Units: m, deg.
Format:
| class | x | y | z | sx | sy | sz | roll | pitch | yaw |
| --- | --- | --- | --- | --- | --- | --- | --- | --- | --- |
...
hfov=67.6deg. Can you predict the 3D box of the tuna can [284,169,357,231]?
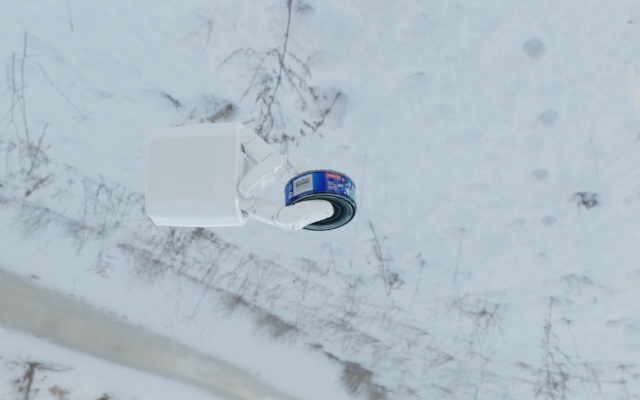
| class | x | y | z | sx | sy | sz | roll | pitch | yaw |
| --- | --- | --- | --- | --- | --- | --- | --- | --- | --- |
| tuna can | 0.000 | 0.002 | 0.564 | 0.086 | 0.033 | 0.086 | -2 | -34 | -1 |
